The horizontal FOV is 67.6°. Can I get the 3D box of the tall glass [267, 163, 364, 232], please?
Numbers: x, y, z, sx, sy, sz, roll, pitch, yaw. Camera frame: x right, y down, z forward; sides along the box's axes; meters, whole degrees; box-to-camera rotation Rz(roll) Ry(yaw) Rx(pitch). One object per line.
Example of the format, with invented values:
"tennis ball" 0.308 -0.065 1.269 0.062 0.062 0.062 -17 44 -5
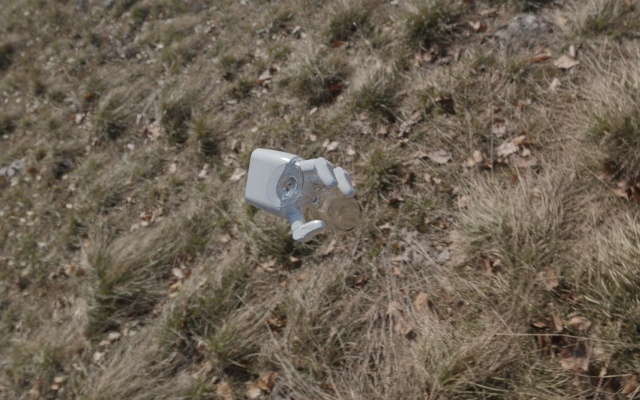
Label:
"tall glass" 0.000 0.003 0.826 0.079 0.079 0.201 0 -16 37
